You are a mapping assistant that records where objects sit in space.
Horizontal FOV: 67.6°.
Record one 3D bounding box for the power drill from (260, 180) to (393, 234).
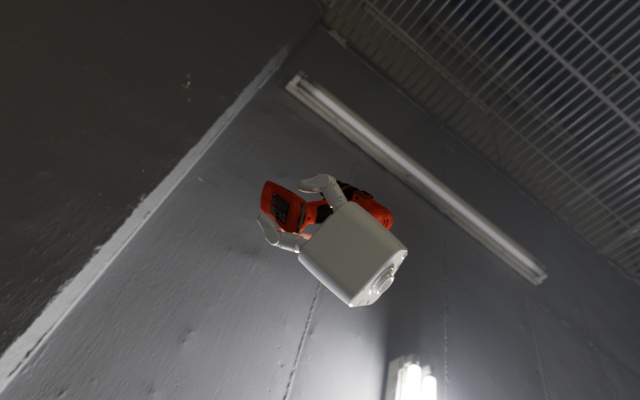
[{"bbox_3d":[0.000,0.003,0.789,0.187,0.057,0.184,-1,20,-35],"label":"power drill"}]
